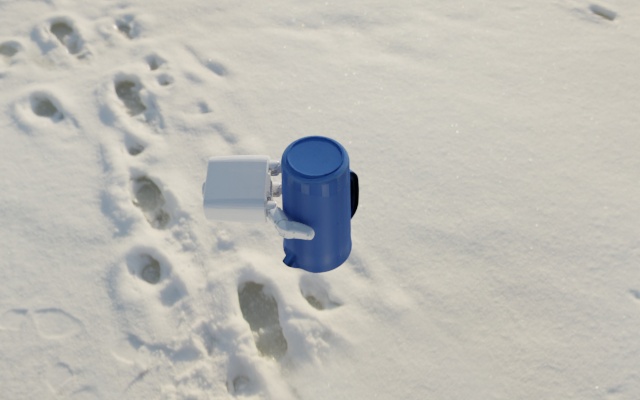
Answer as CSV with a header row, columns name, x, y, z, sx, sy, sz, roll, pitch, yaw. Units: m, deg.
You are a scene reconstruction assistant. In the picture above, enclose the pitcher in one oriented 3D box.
name,x,y,z,sx,sy,sz,roll,pitch,yaw
pitcher,0.000,0.003,0.835,0.145,0.149,0.243,1,-40,1
